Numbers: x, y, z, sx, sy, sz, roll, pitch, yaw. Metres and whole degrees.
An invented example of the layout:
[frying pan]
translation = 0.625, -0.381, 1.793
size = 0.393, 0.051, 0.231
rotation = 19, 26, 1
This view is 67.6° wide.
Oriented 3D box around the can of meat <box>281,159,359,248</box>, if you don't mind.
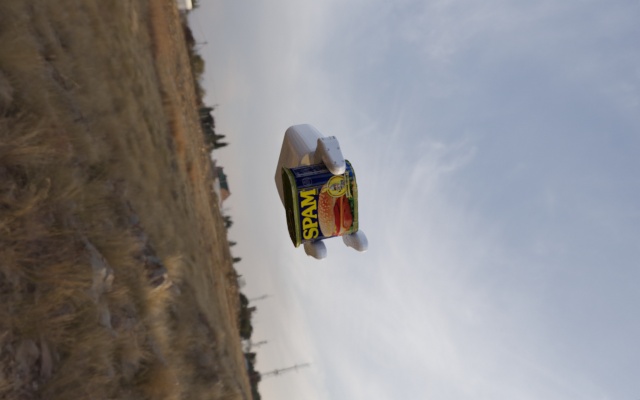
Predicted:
[can of meat]
translation = 0.000, 0.002, 0.604
size = 0.084, 0.102, 0.057
rotation = -11, 28, -14
